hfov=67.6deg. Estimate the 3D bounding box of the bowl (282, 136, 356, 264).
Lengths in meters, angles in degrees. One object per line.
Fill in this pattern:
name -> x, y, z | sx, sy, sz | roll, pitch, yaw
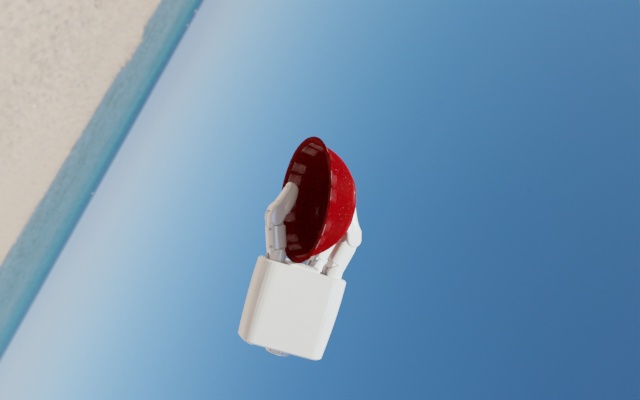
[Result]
bowl -> 0.001, 0.001, 0.613 | 0.055, 0.162, 0.162 | 8, -3, -24
